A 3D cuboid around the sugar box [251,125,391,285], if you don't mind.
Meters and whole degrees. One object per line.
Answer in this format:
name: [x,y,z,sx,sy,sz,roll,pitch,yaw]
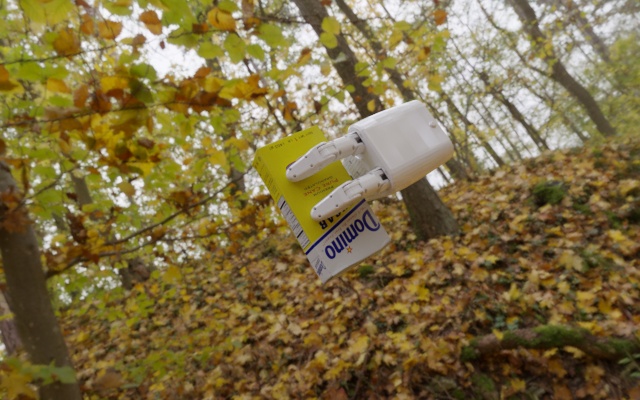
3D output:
sugar box: [0.000,0.002,0.579,0.093,0.176,0.048,-27,-15,-26]
